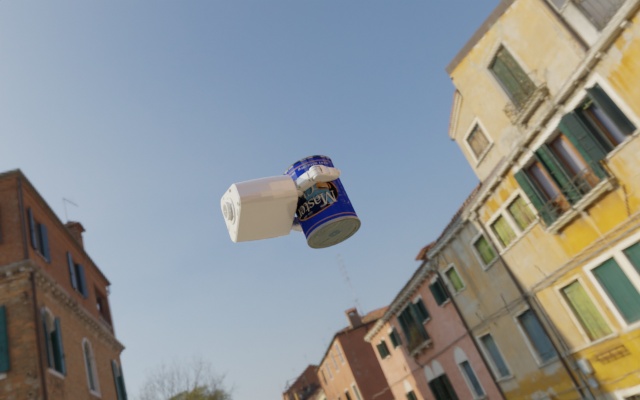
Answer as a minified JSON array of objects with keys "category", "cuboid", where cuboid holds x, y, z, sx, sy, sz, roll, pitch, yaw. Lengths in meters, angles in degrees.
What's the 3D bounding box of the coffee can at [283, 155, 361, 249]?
[{"category":"coffee can","cuboid":[0.000,0.003,0.876,0.103,0.140,0.103,-19,-26,-10]}]
